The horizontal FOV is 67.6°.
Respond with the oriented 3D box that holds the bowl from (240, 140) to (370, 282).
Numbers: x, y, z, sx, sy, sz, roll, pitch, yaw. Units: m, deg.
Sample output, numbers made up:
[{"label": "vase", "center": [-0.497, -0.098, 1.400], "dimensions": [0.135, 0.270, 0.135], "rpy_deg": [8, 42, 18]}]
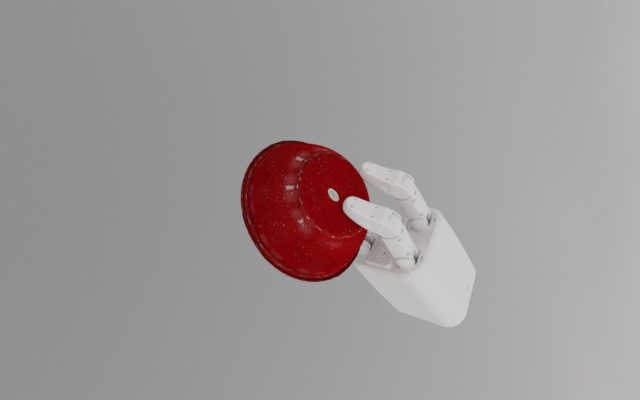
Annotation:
[{"label": "bowl", "center": [-0.001, 0.001, 0.503], "dimensions": [0.162, 0.162, 0.055], "rpy_deg": [0, -17, -37]}]
